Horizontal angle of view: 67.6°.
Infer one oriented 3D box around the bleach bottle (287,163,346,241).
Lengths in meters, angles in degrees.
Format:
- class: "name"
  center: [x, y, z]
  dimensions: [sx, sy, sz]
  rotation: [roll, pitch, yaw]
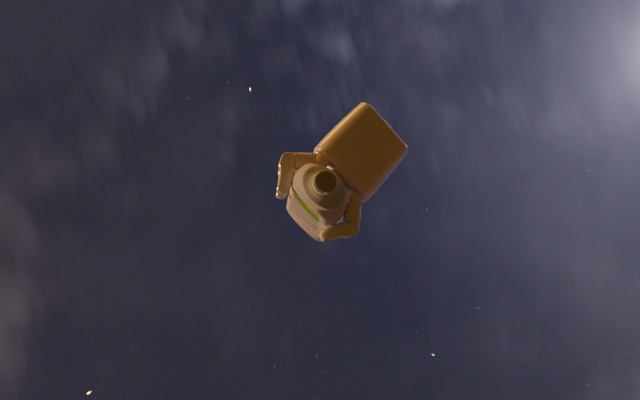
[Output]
- class: "bleach bottle"
  center: [0.000, 0.002, 0.722]
  dimensions: [0.102, 0.068, 0.251]
  rotation: [42, -11, 2]
